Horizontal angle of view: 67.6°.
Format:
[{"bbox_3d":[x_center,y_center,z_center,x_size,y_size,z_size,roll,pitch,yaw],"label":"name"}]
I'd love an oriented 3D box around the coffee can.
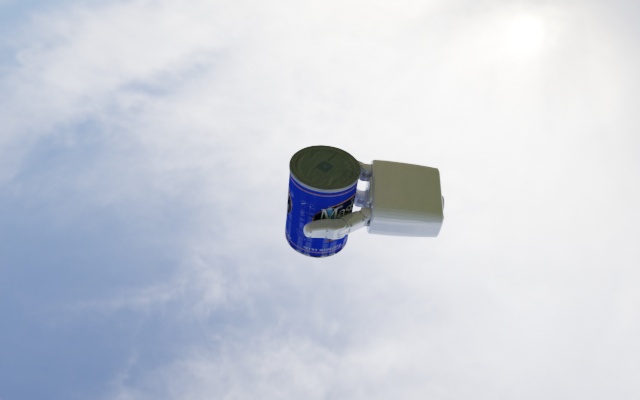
[{"bbox_3d":[0.000,0.002,0.722,0.103,0.140,0.102,4,42,-4],"label":"coffee can"}]
